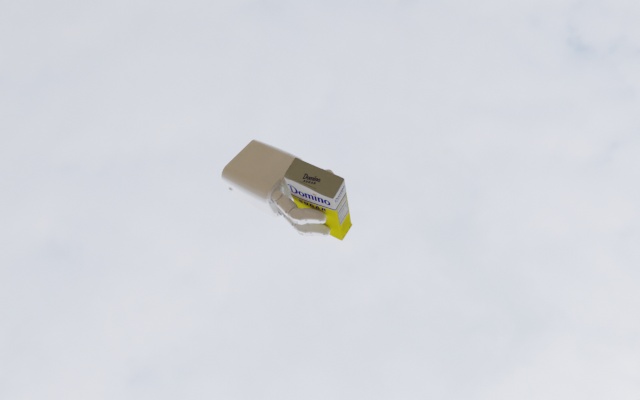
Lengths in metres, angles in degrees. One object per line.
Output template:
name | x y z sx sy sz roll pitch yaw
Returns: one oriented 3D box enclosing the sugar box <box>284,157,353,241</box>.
sugar box | 0.000 0.003 0.811 0.093 0.048 0.176 25 -18 19
